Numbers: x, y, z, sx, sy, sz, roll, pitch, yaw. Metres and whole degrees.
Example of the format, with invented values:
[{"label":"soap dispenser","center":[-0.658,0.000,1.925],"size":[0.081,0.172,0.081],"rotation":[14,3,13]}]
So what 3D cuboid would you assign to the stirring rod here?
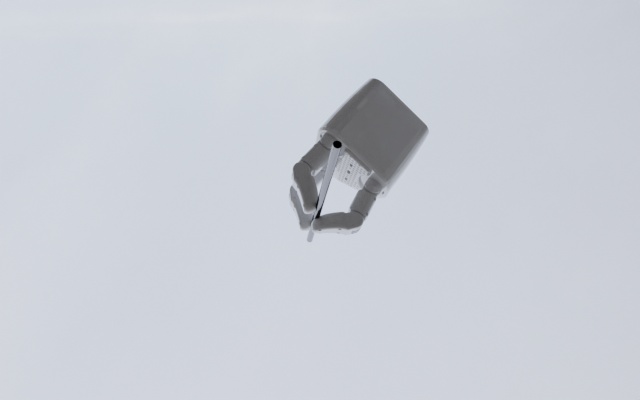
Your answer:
[{"label":"stirring rod","center":[0.000,0.002,0.514],"size":[0.011,0.011,0.240],"rotation":[0,-24,-7]}]
